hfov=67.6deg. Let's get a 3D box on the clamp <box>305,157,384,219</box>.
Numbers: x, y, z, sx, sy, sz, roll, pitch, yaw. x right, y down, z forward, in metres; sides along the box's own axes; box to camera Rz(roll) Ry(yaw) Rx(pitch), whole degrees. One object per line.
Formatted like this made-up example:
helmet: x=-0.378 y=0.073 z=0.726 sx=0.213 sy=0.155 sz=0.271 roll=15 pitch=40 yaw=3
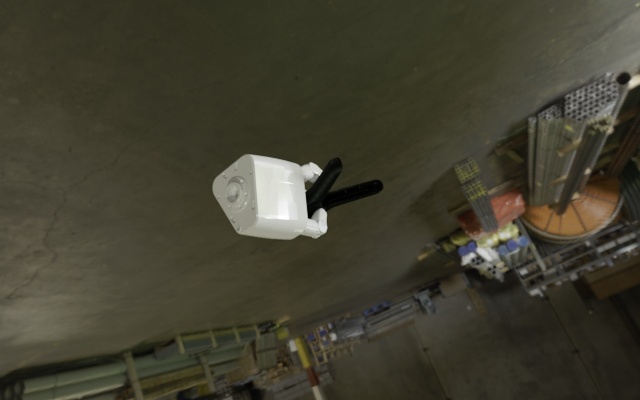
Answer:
clamp: x=0.000 y=0.004 z=0.826 sx=0.210 sy=0.036 sz=0.164 roll=-34 pitch=-28 yaw=29
